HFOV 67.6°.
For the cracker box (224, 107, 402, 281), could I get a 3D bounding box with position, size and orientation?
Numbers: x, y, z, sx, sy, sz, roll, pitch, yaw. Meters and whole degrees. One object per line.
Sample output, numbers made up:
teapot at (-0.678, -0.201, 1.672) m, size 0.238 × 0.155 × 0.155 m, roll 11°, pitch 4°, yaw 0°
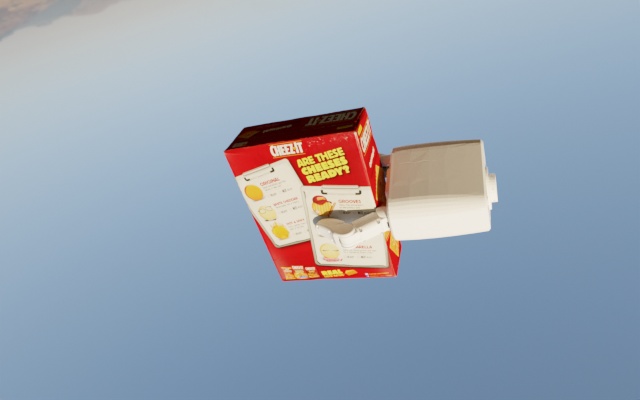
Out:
cracker box at (0.000, 0.002, 0.601) m, size 0.164 × 0.214 × 0.072 m, roll -6°, pitch 34°, yaw 21°
